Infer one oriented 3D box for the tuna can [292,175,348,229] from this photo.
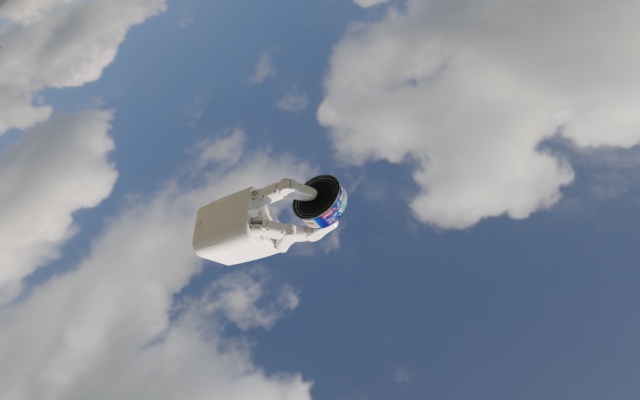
[{"bbox_3d":[0.000,0.003,0.757,0.086,0.086,0.034,0,-35,37],"label":"tuna can"}]
